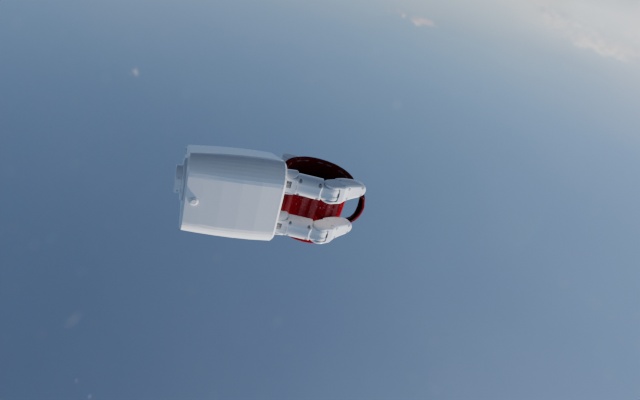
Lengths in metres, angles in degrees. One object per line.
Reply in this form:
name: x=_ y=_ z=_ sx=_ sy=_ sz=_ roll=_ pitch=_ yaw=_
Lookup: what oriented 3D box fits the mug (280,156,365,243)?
mug: x=0.001 y=0.002 z=0.618 sx=0.117 sy=0.081 sz=0.093 roll=8 pitch=29 yaw=-17
